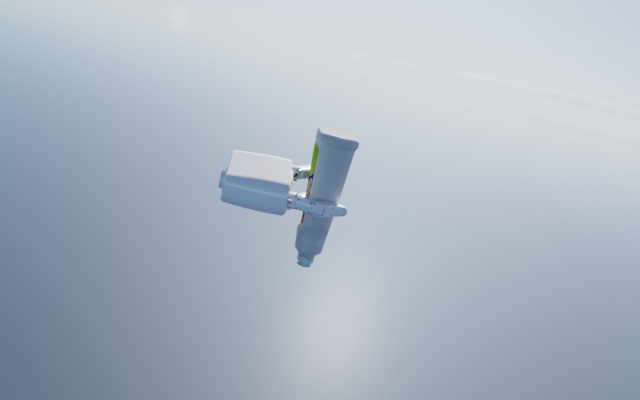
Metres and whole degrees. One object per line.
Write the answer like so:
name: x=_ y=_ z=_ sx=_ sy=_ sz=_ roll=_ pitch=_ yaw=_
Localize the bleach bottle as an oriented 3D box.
bleach bottle: x=0.000 y=0.003 z=0.832 sx=0.068 sy=0.251 sz=0.102 roll=11 pitch=17 yaw=-9
